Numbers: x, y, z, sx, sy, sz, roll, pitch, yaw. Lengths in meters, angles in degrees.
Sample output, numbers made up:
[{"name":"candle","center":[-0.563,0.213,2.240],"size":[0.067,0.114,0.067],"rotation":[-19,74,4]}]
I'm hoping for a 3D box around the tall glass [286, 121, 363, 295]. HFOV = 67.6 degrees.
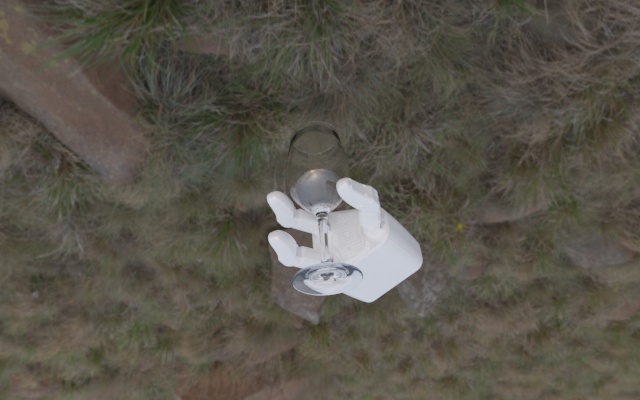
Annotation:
[{"name":"tall glass","center":[0.000,0.002,0.550],"size":[0.079,0.201,0.079],"rotation":[-4,-35,-3]}]
